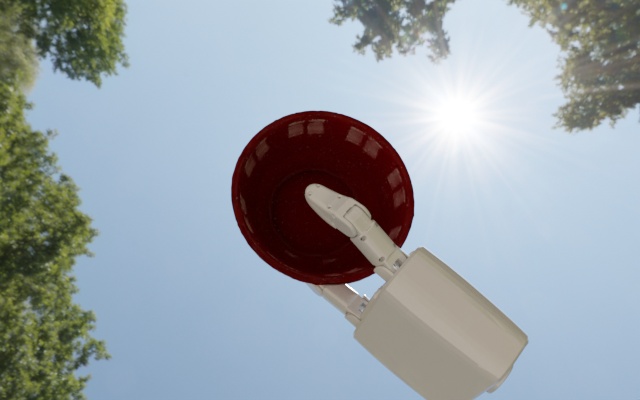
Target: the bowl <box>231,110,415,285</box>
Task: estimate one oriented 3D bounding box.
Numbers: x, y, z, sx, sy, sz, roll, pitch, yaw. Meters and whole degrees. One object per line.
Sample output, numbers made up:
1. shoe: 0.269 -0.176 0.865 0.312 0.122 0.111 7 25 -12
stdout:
1. bowl: -0.001 0.000 0.436 0.162 0.162 0.055 0 -20 -11
